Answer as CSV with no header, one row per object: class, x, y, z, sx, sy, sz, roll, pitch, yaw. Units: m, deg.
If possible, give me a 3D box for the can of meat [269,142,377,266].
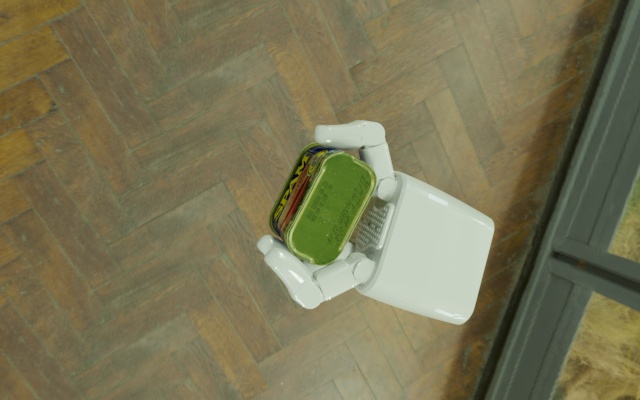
can of meat,0.000,0.001,0.431,0.057,0.102,0.084,26,3,-17
